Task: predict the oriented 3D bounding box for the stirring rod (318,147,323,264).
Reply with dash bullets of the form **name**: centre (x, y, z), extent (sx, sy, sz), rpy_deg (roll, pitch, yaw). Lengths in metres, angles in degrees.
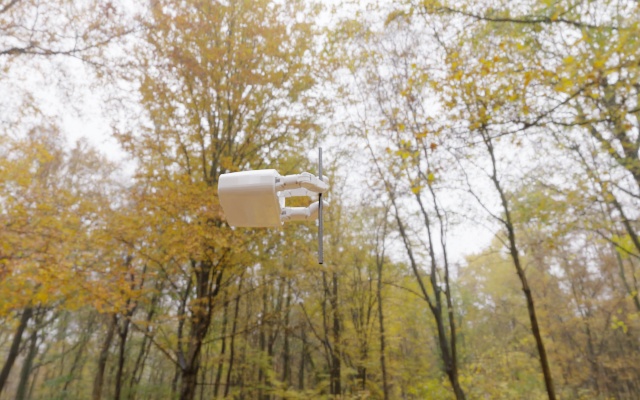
- **stirring rod**: centre (0.000, 0.003, 0.880), extent (0.011, 0.239, 0.011), rpy_deg (0, -29, 0)
